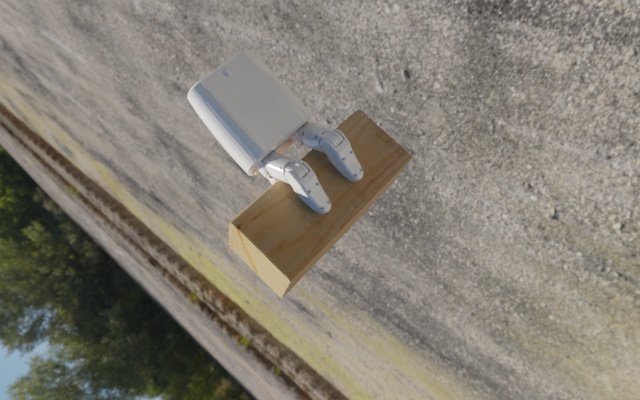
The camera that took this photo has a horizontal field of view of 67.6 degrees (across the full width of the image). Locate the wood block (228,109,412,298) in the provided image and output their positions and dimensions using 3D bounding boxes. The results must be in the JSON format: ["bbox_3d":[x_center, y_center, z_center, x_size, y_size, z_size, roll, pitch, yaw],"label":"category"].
[{"bbox_3d":[0.000,0.002,0.556,0.206,0.090,0.091,-44,-8,-23],"label":"wood block"}]
